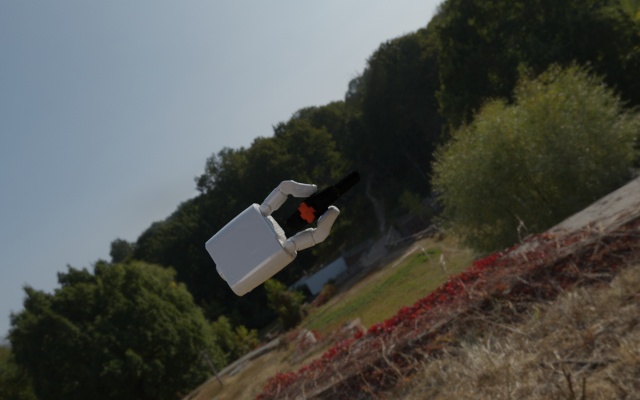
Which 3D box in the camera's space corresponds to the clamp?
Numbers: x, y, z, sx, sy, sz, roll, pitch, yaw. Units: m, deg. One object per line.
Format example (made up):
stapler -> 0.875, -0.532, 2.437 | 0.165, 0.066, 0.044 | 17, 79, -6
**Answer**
clamp -> -0.001, 0.002, 0.767 | 0.164, 0.036, 0.210 | -39, 0, 2
